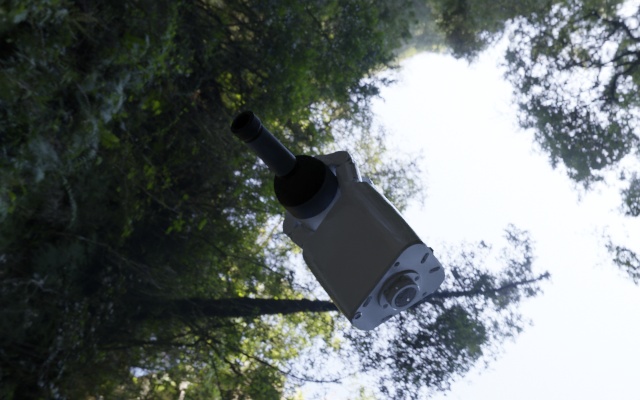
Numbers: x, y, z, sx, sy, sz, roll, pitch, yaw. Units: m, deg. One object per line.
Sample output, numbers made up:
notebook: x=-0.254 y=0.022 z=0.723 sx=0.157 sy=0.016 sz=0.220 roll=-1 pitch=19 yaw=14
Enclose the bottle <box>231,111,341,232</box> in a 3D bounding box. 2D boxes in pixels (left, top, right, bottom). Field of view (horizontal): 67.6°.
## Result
bottle: x=0.000 y=0.002 z=0.553 sx=0.069 sy=0.069 sz=0.296 roll=0 pitch=-31 yaw=36
